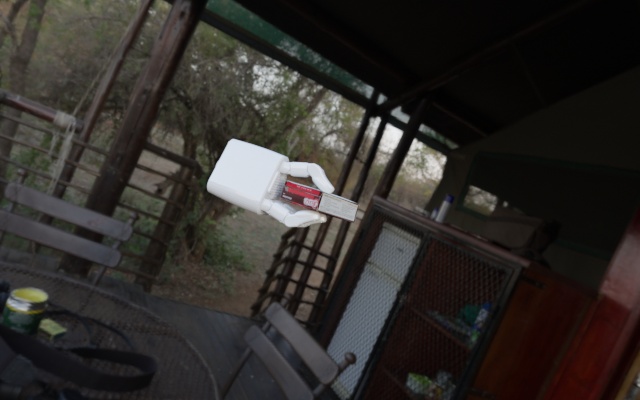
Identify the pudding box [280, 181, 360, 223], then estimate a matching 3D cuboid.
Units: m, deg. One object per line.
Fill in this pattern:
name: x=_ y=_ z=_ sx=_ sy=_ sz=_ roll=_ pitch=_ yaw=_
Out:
pudding box: x=0.000 y=0.003 z=0.831 sx=0.090 sy=0.039 sz=0.113 roll=19 pitch=2 yaw=40
